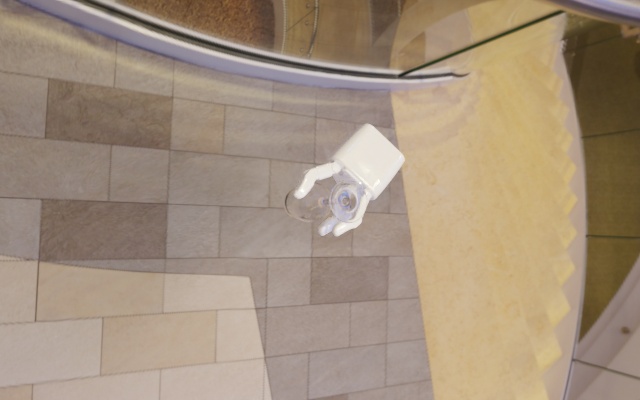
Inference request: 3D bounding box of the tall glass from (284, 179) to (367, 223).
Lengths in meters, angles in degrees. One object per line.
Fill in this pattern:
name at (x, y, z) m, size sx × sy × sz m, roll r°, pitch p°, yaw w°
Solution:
tall glass at (0.000, 0.003, 0.883) m, size 0.079 × 0.079 × 0.201 m, roll 0°, pitch -1°, yaw -29°
